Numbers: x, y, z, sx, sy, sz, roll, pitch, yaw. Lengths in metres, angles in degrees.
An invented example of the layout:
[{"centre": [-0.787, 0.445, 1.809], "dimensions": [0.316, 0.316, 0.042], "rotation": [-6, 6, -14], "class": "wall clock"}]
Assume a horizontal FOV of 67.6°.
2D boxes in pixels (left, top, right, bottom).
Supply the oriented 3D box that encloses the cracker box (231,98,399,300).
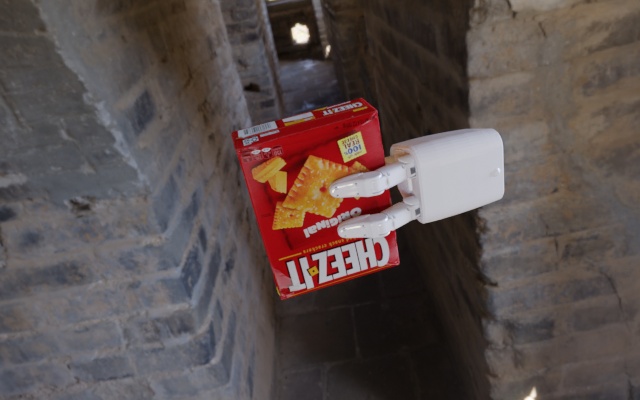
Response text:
[{"centre": [0.000, 0.002, 0.586], "dimensions": [0.164, 0.214, 0.072], "rotation": [-16, 27, -6], "class": "cracker box"}]
